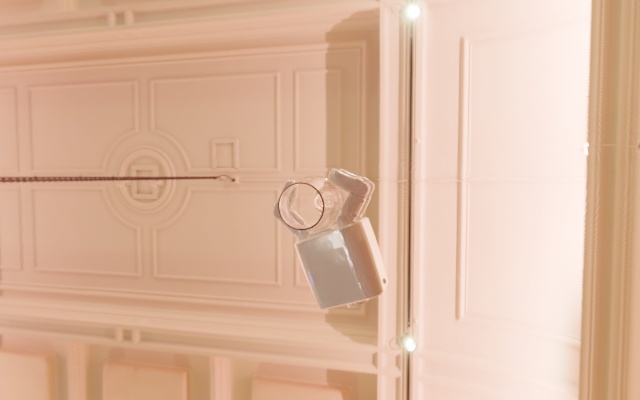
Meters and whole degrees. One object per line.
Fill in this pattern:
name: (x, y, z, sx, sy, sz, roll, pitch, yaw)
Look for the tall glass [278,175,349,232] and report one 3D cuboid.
tall glass: (0.000, 0.002, 0.701, 0.079, 0.079, 0.201, 0, 3, 15)
